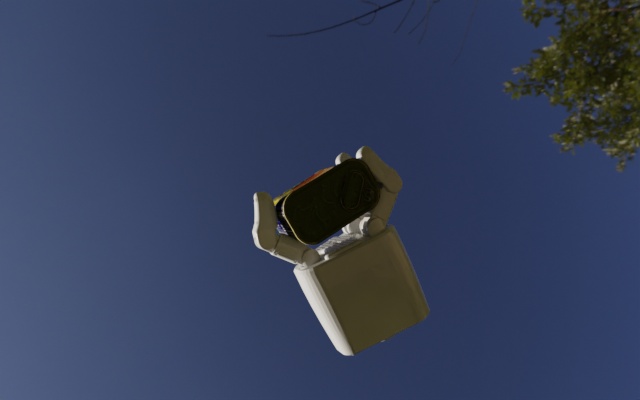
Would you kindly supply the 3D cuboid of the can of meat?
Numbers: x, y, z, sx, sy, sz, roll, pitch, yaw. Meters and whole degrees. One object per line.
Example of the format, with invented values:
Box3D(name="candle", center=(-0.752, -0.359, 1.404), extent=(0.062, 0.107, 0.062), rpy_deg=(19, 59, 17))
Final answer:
Box3D(name="can of meat", center=(0.000, 0.002, 0.512), extent=(0.102, 0.057, 0.084), rpy_deg=(-32, 8, -17))
